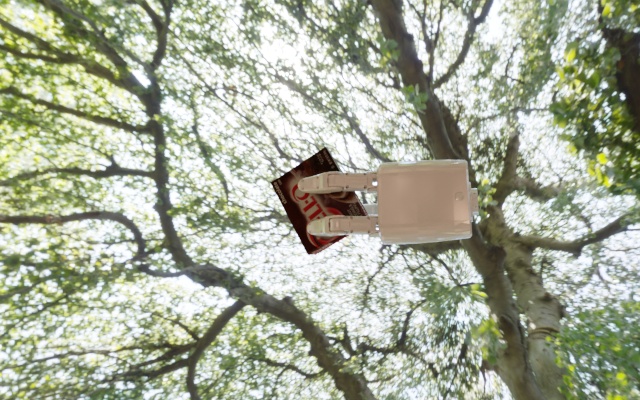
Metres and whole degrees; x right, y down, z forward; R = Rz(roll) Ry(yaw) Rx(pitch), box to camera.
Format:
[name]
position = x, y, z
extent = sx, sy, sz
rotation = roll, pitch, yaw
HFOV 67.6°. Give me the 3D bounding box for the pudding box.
[pudding box]
position = 0.000, 0.002, 0.622
extent = 0.090, 0.113, 0.039
rotation = -32, -17, 11
